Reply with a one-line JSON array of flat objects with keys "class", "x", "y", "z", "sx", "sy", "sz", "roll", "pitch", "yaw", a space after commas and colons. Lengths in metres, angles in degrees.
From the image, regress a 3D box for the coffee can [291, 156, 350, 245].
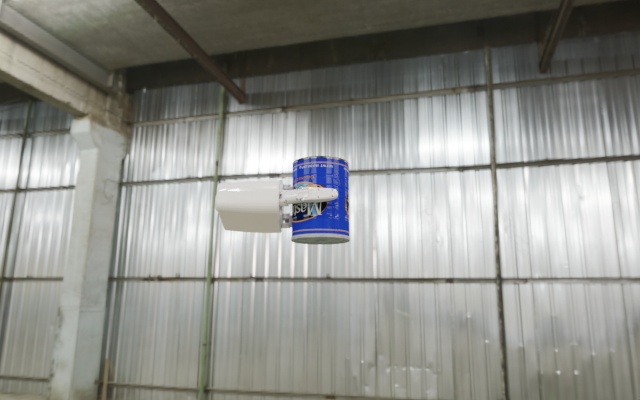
[{"class": "coffee can", "x": 0.000, "y": 0.003, "z": 0.844, "sx": 0.103, "sy": 0.140, "sz": 0.103, "roll": 0, "pitch": -12, "yaw": 0}]
